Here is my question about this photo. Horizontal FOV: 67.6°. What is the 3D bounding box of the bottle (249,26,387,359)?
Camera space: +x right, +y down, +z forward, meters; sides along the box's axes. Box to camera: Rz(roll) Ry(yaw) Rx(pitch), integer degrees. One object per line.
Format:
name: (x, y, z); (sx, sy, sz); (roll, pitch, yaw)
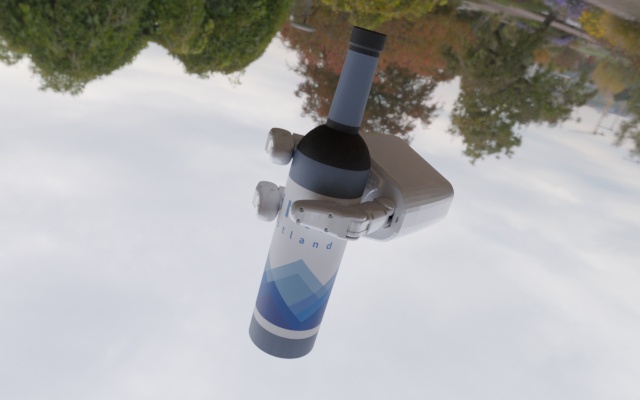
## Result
bottle: (0.000, 0.002, 0.419); (0.069, 0.296, 0.069); (14, 21, -5)
